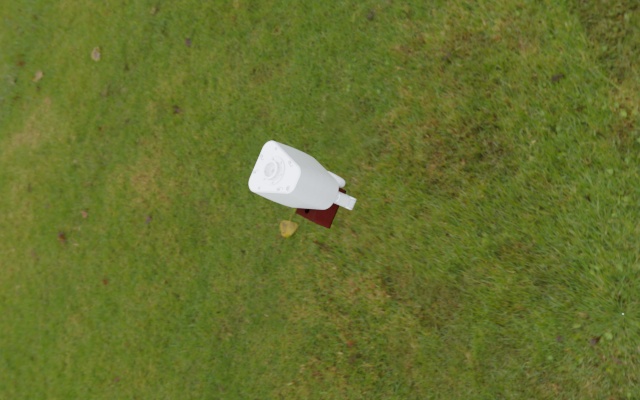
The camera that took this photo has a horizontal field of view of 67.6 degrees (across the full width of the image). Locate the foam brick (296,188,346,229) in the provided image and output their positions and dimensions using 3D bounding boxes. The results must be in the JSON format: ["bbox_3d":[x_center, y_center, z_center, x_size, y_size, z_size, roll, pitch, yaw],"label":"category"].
[{"bbox_3d":[0.000,0.003,0.879,0.051,0.078,0.053,21,4,-46],"label":"foam brick"}]
